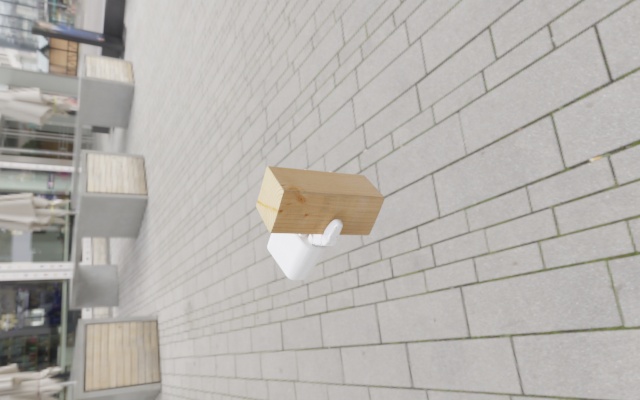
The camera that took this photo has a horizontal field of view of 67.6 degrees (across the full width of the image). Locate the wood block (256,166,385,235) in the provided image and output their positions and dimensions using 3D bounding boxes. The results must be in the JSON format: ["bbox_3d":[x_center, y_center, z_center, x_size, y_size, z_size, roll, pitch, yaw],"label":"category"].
[{"bbox_3d":[0.000,0.003,0.881,0.206,0.090,0.090,3,31,-29],"label":"wood block"}]
